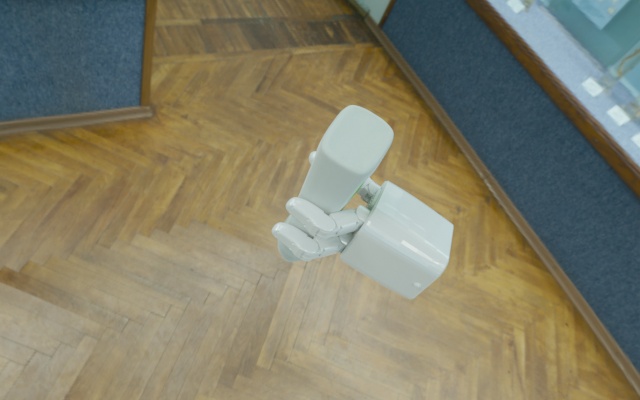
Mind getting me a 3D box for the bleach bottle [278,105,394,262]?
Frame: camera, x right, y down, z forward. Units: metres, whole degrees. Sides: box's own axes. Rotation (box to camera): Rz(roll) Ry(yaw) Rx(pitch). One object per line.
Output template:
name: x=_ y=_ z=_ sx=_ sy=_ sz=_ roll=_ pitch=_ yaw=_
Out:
bleach bottle: x=0.000 y=0.002 z=0.605 sx=0.068 sy=0.102 sz=0.251 roll=33 pitch=-40 yaw=2
